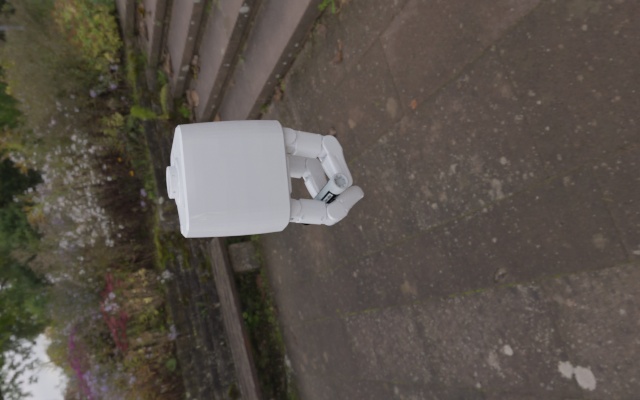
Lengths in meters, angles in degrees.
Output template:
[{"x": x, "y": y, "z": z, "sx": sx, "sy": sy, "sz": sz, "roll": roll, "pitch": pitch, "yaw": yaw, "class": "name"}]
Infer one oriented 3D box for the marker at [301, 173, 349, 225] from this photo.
[{"x": 0.000, "y": 0.002, "z": 0.543, "sx": 0.020, "sy": 0.020, "sz": 0.121, "roll": 0, "pitch": -21, "yaw": -22, "class": "marker"}]
